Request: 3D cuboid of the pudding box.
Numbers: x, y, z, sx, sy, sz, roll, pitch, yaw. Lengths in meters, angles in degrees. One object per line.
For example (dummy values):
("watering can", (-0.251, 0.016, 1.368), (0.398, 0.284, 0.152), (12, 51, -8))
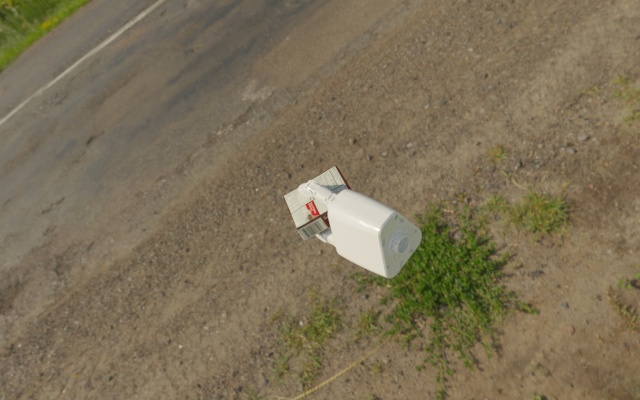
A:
("pudding box", (0.000, 0.003, 0.812), (0.113, 0.090, 0.039), (-29, -46, 3))
